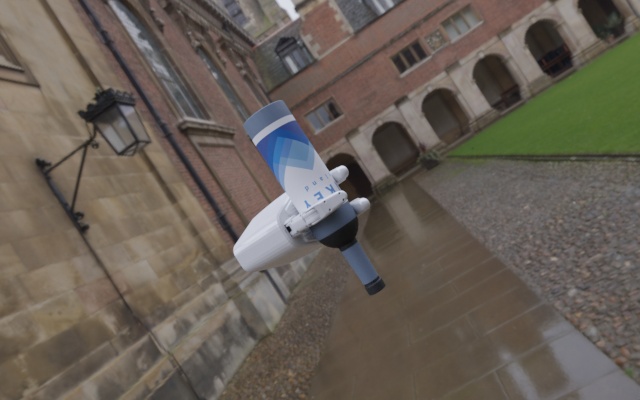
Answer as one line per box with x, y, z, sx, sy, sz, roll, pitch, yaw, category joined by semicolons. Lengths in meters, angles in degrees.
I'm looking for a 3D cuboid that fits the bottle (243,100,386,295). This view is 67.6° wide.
0.000;0.002;0.668;0.069;0.295;0.069;-33;0;0;bottle
